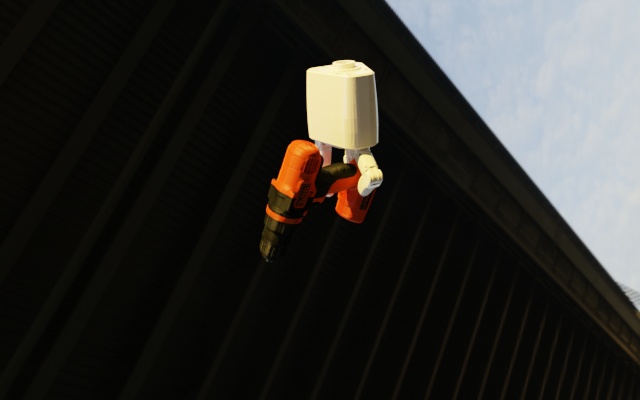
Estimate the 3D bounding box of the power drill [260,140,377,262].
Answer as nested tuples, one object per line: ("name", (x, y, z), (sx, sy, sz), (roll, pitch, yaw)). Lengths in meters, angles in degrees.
("power drill", (0.000, 0.002, 0.720), (0.057, 0.184, 0.187), (36, 26, 34))
